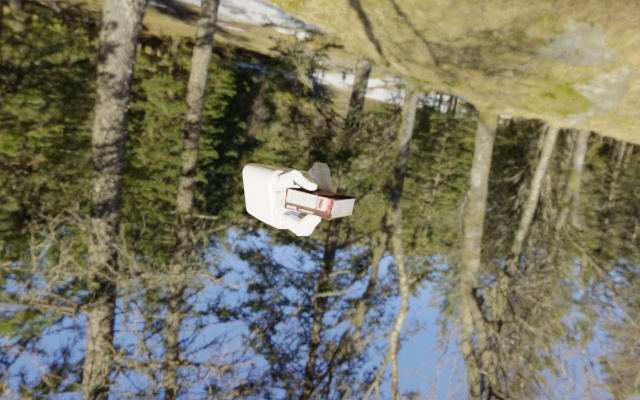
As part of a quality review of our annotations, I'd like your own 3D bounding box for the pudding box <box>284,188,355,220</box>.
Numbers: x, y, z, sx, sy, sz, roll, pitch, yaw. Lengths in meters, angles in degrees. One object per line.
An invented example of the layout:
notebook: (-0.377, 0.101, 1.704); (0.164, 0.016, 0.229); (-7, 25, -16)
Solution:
pudding box: (0.000, 0.003, 0.831); (0.090, 0.039, 0.113); (13, 9, 21)
